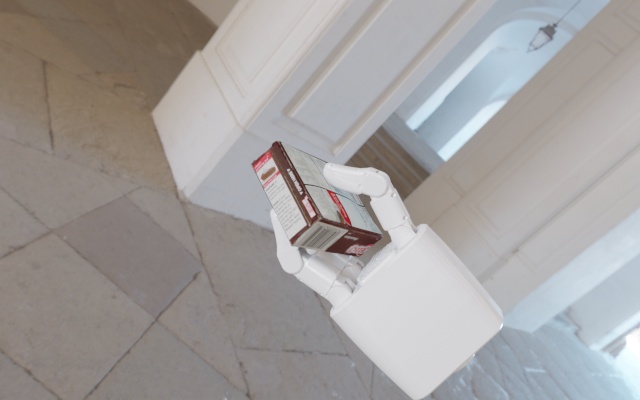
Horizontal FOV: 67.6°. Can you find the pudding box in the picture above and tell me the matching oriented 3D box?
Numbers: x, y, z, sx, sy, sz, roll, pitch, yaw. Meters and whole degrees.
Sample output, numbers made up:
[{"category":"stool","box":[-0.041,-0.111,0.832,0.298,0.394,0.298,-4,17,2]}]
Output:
[{"category":"pudding box","box":[0.000,0.001,0.435,0.039,0.090,0.113,-41,-30,19]}]
